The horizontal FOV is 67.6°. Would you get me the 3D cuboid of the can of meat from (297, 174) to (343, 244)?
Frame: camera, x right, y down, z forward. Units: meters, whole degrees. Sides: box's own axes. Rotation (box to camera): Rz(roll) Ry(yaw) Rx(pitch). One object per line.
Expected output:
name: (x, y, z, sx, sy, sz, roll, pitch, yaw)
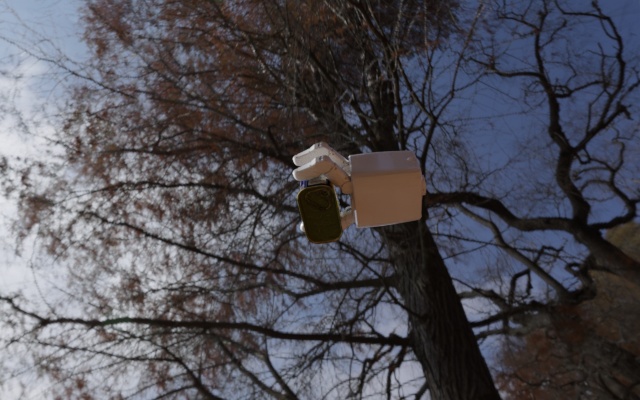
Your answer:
can of meat: (0.000, 0.002, 0.752, 0.057, 0.102, 0.084, -9, 30, 6)
